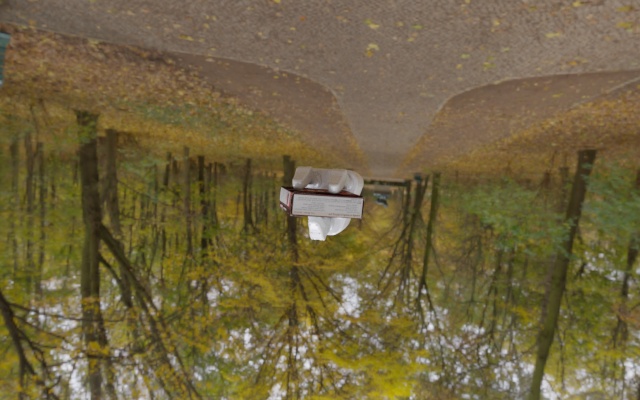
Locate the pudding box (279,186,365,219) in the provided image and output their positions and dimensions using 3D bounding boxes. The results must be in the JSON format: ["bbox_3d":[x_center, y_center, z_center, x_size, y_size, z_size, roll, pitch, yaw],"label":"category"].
[{"bbox_3d":[0.000,0.003,0.731,0.113,0.039,0.090,1,6,-15],"label":"pudding box"}]
